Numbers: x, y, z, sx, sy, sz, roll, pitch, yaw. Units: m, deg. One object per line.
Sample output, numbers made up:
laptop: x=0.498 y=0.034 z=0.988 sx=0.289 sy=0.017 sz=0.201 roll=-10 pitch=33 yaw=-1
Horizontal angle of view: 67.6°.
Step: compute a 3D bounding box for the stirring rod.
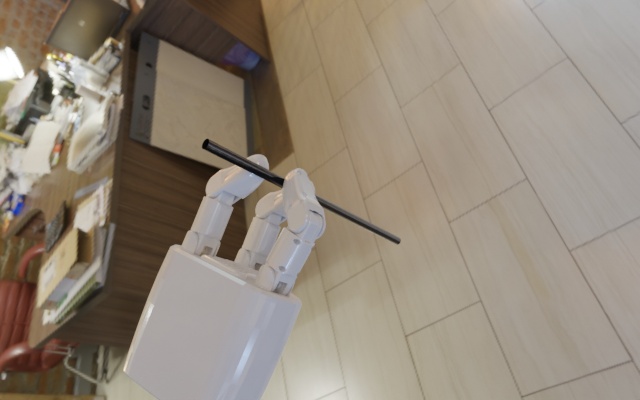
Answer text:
stirring rod: x=0.000 y=0.001 z=0.409 sx=0.011 sy=0.011 sz=0.239 roll=0 pitch=-20 yaw=44
